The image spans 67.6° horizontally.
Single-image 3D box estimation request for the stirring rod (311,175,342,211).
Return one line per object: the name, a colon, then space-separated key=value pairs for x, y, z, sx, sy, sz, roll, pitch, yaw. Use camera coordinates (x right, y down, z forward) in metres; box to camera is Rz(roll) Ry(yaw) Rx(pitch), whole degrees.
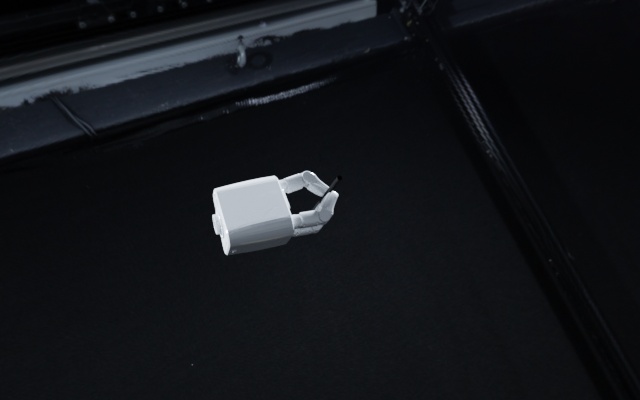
stirring rod: x=0.000 y=0.003 z=0.849 sx=0.011 sy=0.011 sz=0.240 roll=0 pitch=-18 yaw=-15
